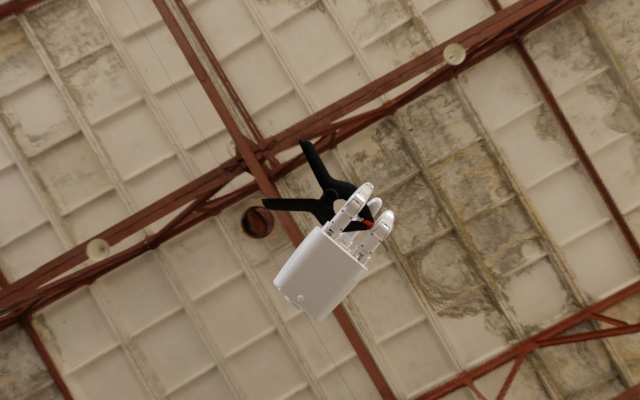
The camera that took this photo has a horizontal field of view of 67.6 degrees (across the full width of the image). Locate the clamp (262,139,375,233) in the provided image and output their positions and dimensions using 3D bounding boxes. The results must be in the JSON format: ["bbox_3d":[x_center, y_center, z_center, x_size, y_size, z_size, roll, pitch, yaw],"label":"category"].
[{"bbox_3d":[0.000,0.002,0.723,0.171,0.120,0.039,40,-2,0],"label":"clamp"}]
